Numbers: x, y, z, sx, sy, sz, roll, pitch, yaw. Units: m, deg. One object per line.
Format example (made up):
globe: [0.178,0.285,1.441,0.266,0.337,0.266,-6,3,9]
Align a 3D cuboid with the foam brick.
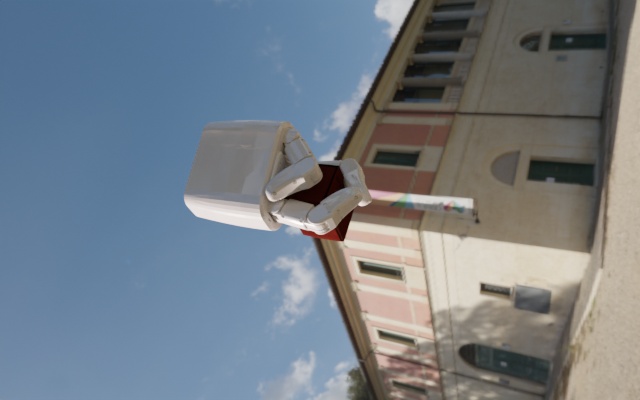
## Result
foam brick: [0.000,0.002,0.530,0.051,0.053,0.078,6,-33,25]
